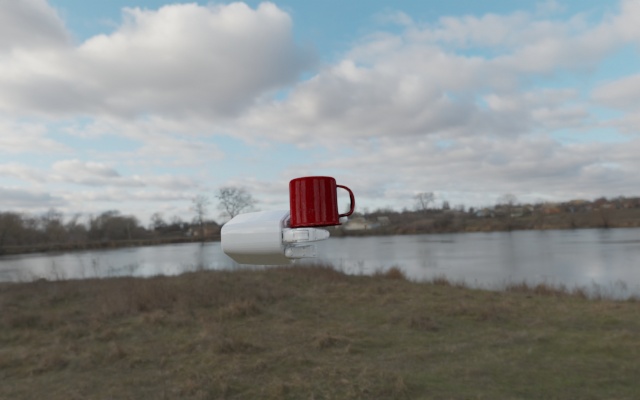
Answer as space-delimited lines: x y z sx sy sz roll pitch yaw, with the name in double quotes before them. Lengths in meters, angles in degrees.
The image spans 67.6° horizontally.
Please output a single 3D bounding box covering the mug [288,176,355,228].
"mug" 0.002 0.002 0.810 0.117 0.081 0.093 -4 -5 9
